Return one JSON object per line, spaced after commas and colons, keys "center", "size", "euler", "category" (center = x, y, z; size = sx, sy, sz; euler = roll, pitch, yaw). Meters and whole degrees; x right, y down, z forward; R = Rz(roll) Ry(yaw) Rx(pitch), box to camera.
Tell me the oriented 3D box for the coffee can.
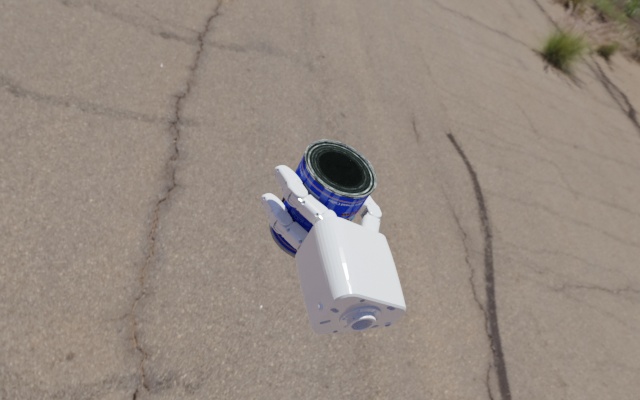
{"center": [0.000, 0.002, 0.657], "size": [0.103, 0.102, 0.140], "euler": [0, -40, -30], "category": "coffee can"}
